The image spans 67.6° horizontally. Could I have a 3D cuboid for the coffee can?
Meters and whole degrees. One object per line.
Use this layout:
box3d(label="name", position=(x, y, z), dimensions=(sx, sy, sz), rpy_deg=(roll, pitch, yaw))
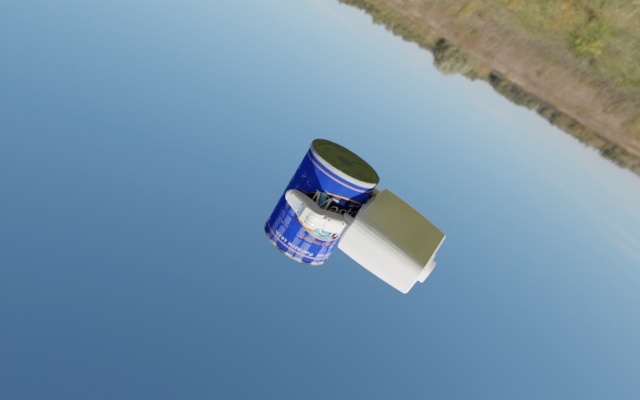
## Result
box3d(label="coffee can", position=(0.000, 0.002, 0.651), dimensions=(0.103, 0.140, 0.102), rpy_deg=(27, 23, -12))
